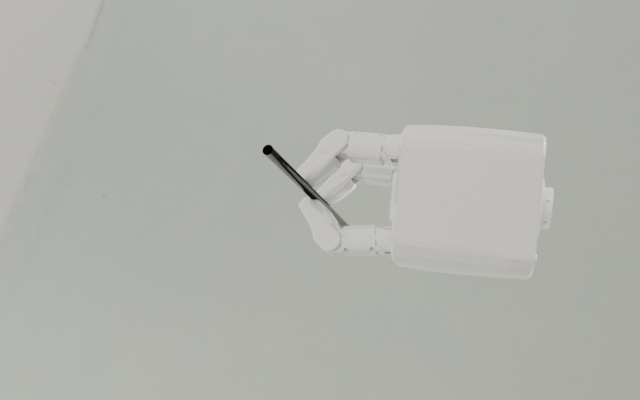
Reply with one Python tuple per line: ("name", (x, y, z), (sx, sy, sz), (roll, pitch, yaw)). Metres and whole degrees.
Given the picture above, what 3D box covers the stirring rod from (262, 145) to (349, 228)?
("stirring rod", (0.000, 0.001, 0.442), (0.011, 0.011, 0.240), (0, -18, 19))
